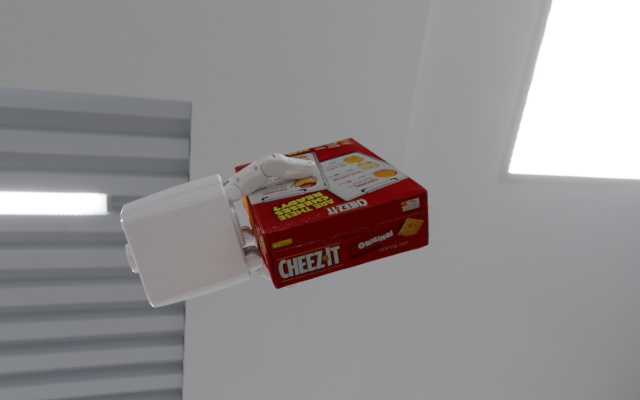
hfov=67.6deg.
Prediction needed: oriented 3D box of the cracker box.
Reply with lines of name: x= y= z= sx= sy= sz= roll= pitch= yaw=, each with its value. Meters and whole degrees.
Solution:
cracker box: x=0.000 y=0.002 z=0.543 sx=0.164 sy=0.072 sz=0.213 roll=-15 pitch=25 yaw=-11
